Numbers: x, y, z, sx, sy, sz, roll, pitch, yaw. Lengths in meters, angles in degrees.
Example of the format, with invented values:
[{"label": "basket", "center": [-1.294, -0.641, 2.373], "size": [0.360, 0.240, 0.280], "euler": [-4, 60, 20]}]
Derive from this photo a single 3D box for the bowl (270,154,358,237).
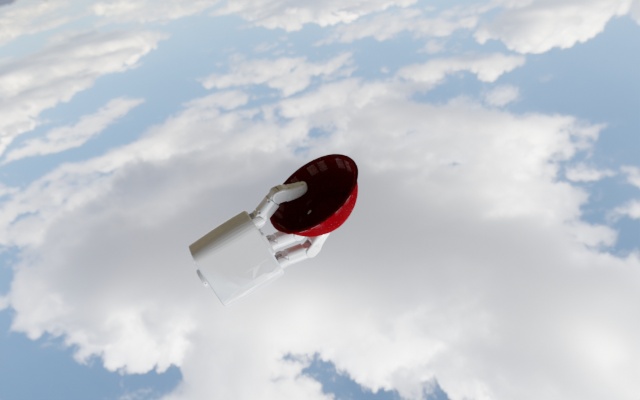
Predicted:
[{"label": "bowl", "center": [0.001, 0.002, 0.753], "size": [0.162, 0.162, 0.055], "euler": [0, -39, 43]}]
